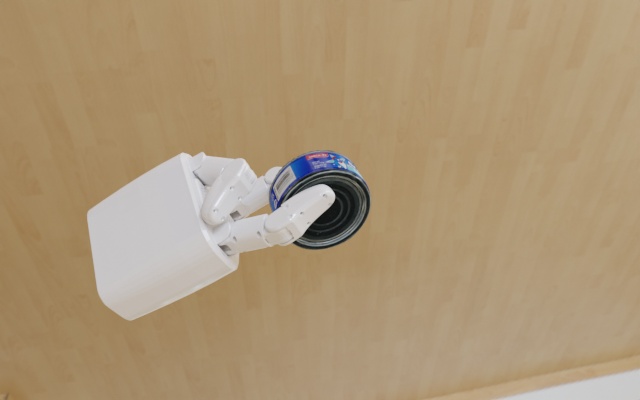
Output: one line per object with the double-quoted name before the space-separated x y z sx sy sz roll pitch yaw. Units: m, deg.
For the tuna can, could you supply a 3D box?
"tuna can" 0.000 0.002 0.417 0.086 0.086 0.033 0 34 -20
